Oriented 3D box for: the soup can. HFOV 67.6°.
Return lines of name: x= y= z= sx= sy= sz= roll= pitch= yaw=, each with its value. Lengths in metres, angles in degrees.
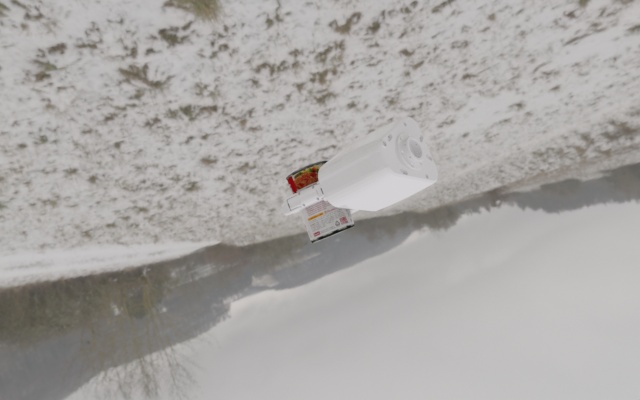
soup can: x=0.000 y=0.003 z=0.685 sx=0.068 sy=0.102 sz=0.068 roll=-22 pitch=-5 yaw=-2
